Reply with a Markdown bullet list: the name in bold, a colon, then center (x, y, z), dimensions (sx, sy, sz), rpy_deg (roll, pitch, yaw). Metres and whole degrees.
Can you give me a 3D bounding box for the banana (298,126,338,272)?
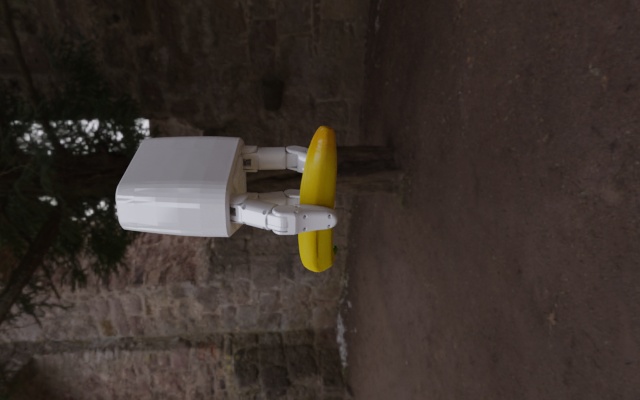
- **banana**: center (-0.002, 0.018, 0.495), dimensions (0.037, 0.069, 0.198), rpy_deg (5, -42, 6)
